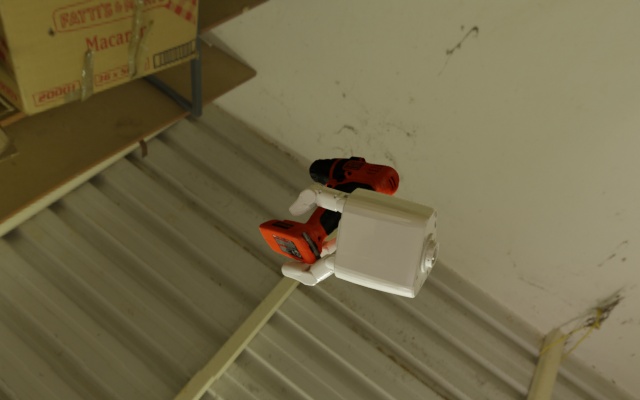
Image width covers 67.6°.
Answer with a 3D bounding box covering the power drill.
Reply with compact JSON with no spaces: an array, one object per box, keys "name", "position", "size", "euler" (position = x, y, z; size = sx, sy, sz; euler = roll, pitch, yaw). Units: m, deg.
[{"name":"power drill","position":[0.000,0.003,0.713],"size":[0.187,0.057,0.184],"euler":[-45,31,-24]}]
